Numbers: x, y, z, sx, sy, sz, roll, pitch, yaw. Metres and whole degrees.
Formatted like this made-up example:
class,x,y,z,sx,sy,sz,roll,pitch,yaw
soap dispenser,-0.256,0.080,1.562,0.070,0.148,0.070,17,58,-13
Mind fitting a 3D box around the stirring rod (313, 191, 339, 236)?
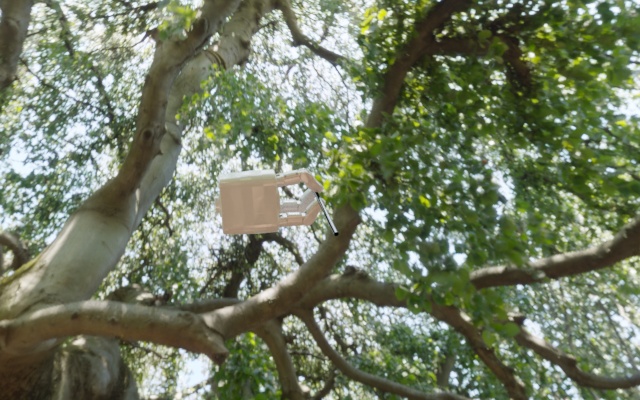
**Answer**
class,x,y,z,sx,sy,sz,roll,pitch,yaw
stirring rod,0.000,0.003,0.888,0.011,0.011,0.239,0,26,-14
